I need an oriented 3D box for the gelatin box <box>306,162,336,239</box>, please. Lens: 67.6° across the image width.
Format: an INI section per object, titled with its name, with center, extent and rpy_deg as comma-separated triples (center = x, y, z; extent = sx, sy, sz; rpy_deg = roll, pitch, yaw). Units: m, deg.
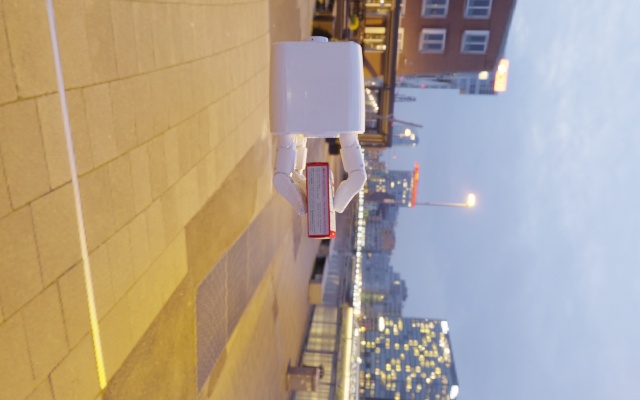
[gelatin box]
center = 0.001, 0.002, 0.585
extent = 0.030, 0.089, 0.073
rpy_deg = -3, -5, 5
